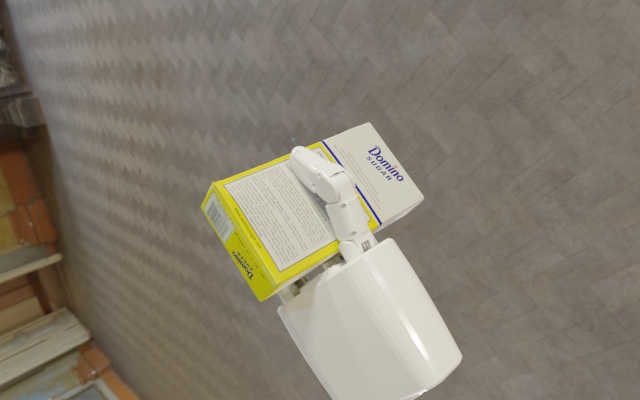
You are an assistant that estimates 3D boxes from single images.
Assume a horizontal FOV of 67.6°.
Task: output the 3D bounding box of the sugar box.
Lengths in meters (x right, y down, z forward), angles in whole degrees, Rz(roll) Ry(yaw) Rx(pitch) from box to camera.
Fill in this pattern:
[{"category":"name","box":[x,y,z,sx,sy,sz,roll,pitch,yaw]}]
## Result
[{"category":"sugar box","box":[0.000,0.002,0.407,0.176,0.093,0.048,-25,-15,-39]}]
